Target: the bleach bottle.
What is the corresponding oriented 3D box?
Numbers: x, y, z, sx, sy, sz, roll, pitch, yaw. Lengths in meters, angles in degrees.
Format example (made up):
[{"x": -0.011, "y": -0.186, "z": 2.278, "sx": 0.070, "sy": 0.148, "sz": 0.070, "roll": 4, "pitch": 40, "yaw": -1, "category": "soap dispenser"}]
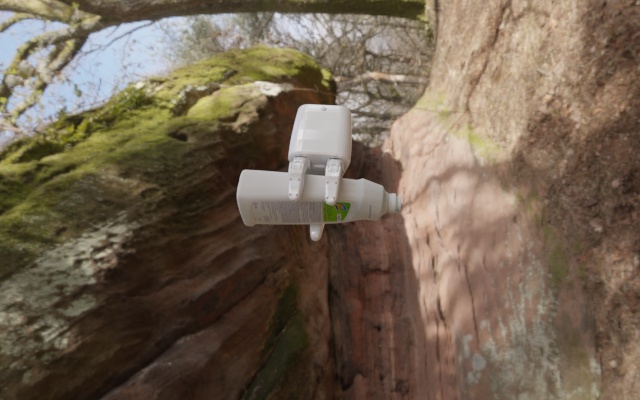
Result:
[{"x": 0.000, "y": 0.002, "z": 0.762, "sx": 0.251, "sy": 0.068, "sz": 0.103, "roll": 3, "pitch": -32, "yaw": 4, "category": "bleach bottle"}]
